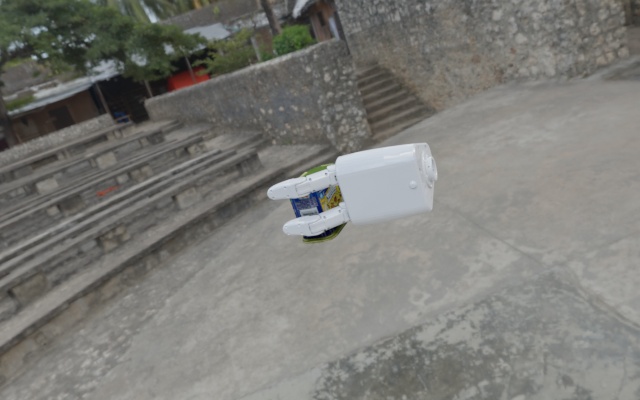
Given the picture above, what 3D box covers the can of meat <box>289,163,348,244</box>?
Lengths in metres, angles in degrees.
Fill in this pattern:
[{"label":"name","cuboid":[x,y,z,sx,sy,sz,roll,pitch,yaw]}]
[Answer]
[{"label":"can of meat","cuboid":[0.000,0.002,0.699,0.057,0.084,0.102,-9,21,28]}]
